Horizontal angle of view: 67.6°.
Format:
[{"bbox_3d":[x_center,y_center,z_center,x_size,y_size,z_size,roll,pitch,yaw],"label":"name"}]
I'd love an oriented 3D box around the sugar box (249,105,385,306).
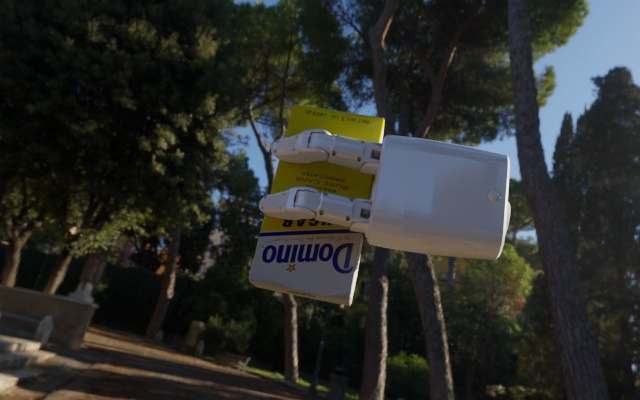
[{"bbox_3d":[0.000,0.001,0.448,0.093,0.176,0.048,9,-20,8],"label":"sugar box"}]
